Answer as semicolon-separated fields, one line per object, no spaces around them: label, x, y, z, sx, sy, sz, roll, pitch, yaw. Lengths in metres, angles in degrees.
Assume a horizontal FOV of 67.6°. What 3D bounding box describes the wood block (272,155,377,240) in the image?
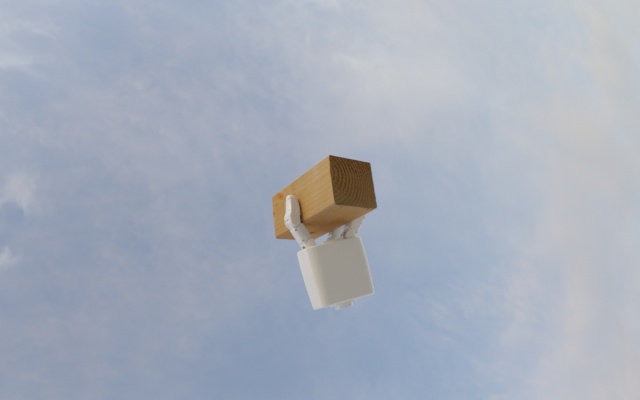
wood block;0.000;0.003;0.876;0.091;0.090;0.206;7;-23;-33
